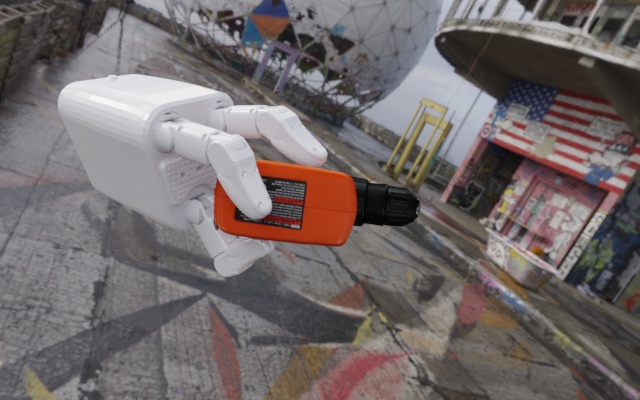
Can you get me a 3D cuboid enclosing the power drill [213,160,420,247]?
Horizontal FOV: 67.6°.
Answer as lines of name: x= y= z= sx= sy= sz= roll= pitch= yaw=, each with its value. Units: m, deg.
power drill: x=0.000 y=0.001 z=0.423 sx=0.184 sy=0.057 sz=0.187 roll=5 pitch=1 yaw=8
